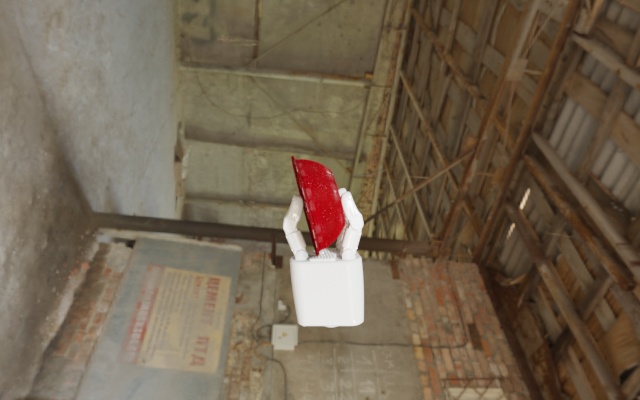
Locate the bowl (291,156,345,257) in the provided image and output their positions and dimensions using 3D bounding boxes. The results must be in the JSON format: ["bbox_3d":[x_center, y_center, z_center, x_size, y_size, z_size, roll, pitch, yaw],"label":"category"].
[{"bbox_3d":[0.000,0.001,0.741,0.055,0.162,0.162,-15,1,-4],"label":"bowl"}]
